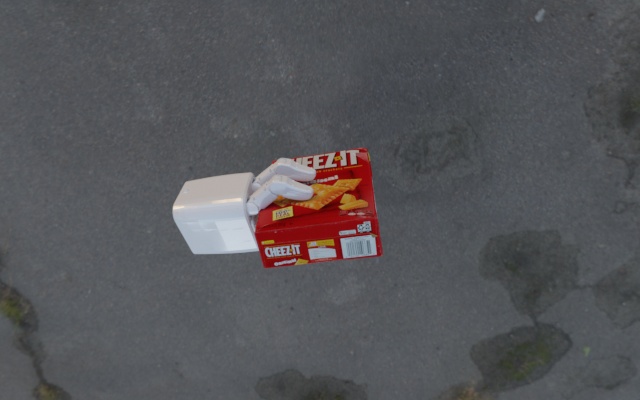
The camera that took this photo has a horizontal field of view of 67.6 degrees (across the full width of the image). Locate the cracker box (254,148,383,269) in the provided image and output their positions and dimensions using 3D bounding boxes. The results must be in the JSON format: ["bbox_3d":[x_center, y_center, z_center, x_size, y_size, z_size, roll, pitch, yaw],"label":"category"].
[{"bbox_3d":[0.000,0.003,0.711,0.164,0.072,0.213,-7,31,6],"label":"cracker box"}]
